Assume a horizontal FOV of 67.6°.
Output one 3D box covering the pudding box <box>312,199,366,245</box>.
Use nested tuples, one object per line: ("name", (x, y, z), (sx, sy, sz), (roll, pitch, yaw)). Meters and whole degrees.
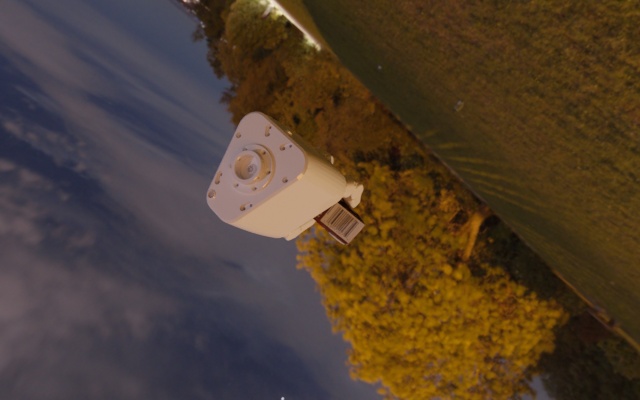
("pudding box", (0.000, 0.002, 0.608), (0.113, 0.039, 0.090), (41, 5, -6))
